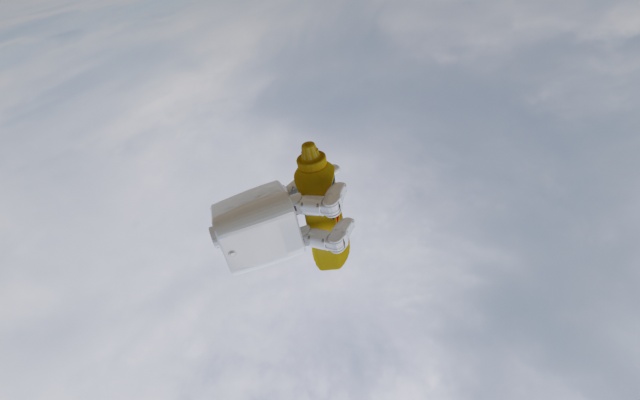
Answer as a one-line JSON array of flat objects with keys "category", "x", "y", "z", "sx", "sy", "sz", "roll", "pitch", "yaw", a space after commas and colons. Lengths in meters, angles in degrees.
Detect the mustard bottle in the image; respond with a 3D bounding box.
[{"category": "mustard bottle", "x": 0.000, "y": 0.002, "z": 0.687, "sx": 0.058, "sy": 0.192, "sz": 0.096, "roll": -5, "pitch": 35, "yaw": 11}]
